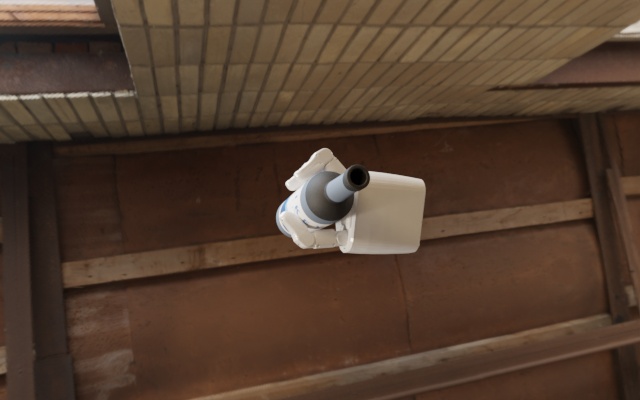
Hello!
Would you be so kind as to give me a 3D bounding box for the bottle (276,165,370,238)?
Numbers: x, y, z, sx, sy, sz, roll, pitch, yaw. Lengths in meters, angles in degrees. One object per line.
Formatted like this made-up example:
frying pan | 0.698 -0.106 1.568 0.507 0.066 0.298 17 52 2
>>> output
bottle | 0.000 0.002 0.646 0.069 0.069 0.296 0 -11 -16
